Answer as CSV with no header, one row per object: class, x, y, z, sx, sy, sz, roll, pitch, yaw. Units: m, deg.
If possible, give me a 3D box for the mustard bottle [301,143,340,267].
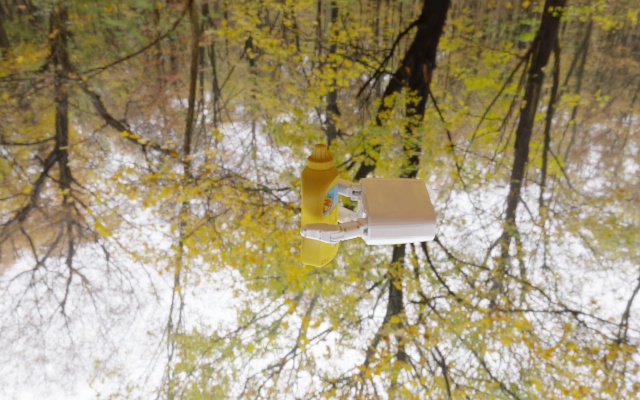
mustard bottle,0.000,0.003,0.761,0.058,0.192,0.096,10,28,17
